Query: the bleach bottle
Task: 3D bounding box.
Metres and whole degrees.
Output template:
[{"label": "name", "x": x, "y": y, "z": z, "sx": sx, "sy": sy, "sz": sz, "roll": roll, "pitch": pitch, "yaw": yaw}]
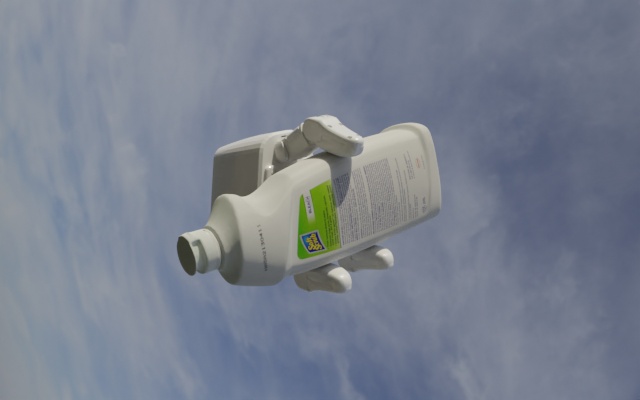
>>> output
[{"label": "bleach bottle", "x": 0.000, "y": 0.001, "z": 0.404, "sx": 0.251, "sy": 0.102, "sz": 0.068, "roll": -17, "pitch": 9, "yaw": -38}]
